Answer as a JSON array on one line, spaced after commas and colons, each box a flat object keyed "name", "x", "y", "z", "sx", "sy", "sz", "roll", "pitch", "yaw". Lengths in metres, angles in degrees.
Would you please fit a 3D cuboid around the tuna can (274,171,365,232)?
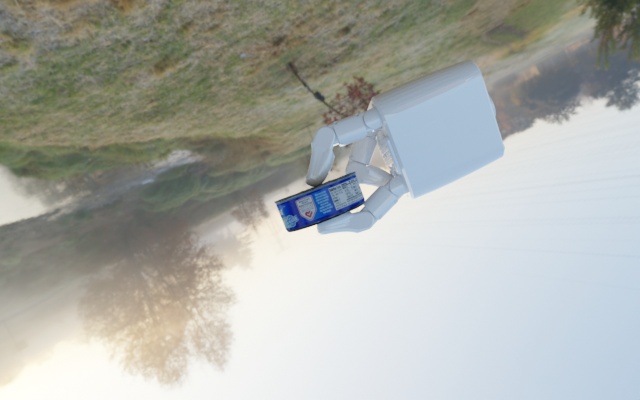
[{"name": "tuna can", "x": 0.000, "y": 0.002, "z": 0.474, "sx": 0.086, "sy": 0.034, "sz": 0.086, "roll": -21, "pitch": 2, "yaw": 1}]
